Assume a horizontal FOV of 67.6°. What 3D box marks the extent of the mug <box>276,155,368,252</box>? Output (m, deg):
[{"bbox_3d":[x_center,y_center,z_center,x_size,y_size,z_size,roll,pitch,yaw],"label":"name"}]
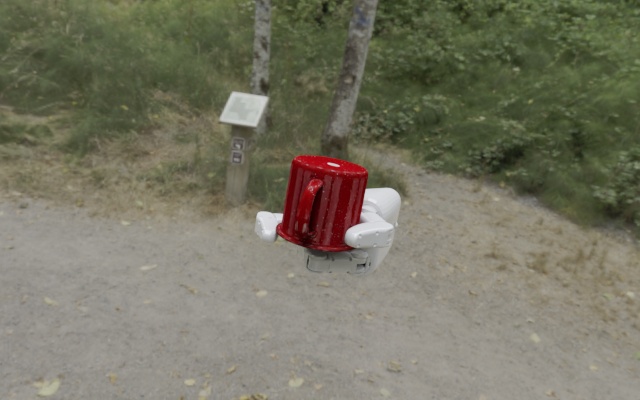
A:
[{"bbox_3d":[0.000,0.002,0.493,0.093,0.081,0.117,15,15,17],"label":"mug"}]
